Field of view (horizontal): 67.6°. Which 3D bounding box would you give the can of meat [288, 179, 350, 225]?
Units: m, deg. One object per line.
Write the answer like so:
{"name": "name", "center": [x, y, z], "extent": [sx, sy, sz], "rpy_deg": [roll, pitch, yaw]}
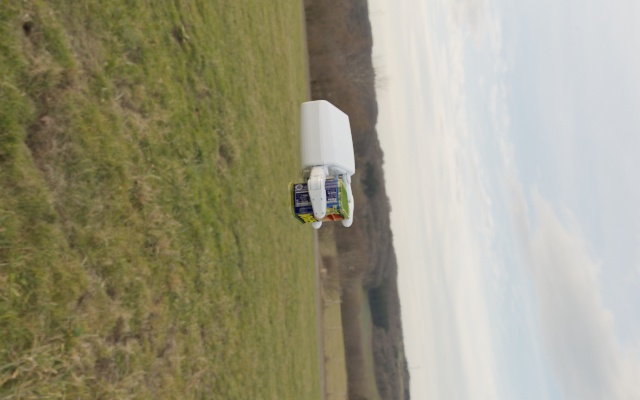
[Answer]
{"name": "can of meat", "center": [0.000, 0.003, 0.778], "extent": [0.084, 0.057, 0.102], "rpy_deg": [-6, -14, 9]}
